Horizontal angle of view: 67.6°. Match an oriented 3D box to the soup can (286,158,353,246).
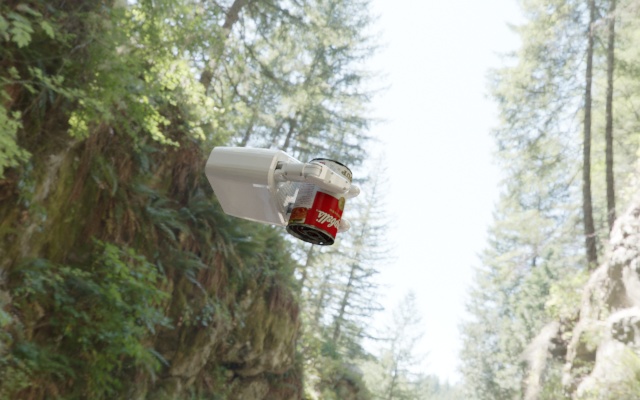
[{"bbox_3d":[0.001,0.002,0.649,0.068,0.102,0.068,15,-22,6],"label":"soup can"}]
